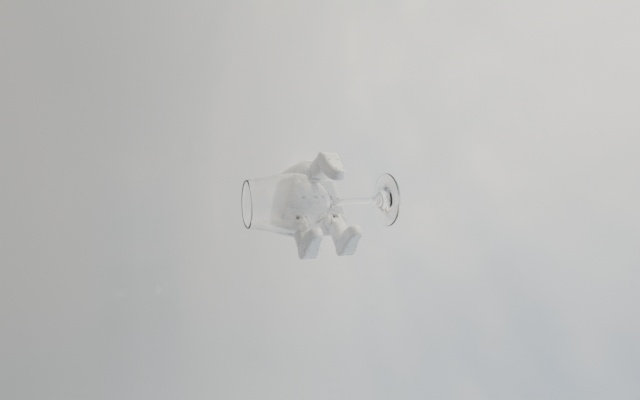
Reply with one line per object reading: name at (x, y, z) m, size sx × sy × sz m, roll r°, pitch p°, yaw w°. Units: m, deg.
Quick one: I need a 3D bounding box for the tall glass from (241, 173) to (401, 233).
tall glass at (0.001, 0.002, 0.633) m, size 0.201 × 0.079 × 0.079 m, roll -2°, pitch 1°, yaw -21°
